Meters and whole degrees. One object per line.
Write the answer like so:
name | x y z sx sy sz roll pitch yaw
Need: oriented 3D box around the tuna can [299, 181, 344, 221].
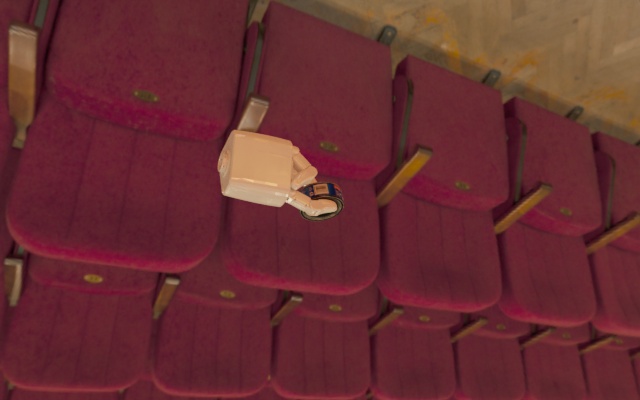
tuna can | 0.000 0.003 0.889 0.086 0.033 0.086 -8 -34 -5
